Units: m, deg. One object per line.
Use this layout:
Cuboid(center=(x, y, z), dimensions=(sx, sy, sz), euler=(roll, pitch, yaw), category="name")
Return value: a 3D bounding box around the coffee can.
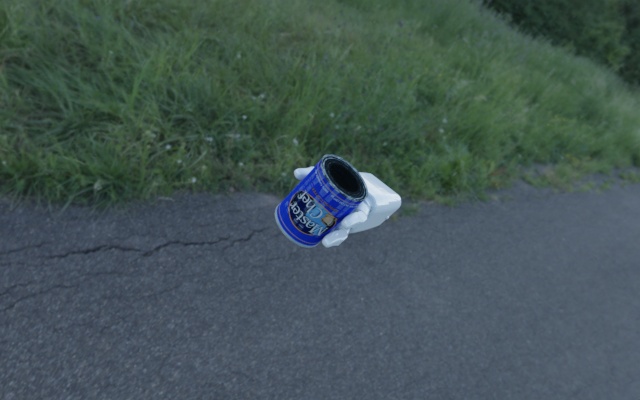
Cuboid(center=(0.000, 0.003, 0.842), dimensions=(0.103, 0.102, 0.140), euler=(0, -38, -49), category="coffee can")
